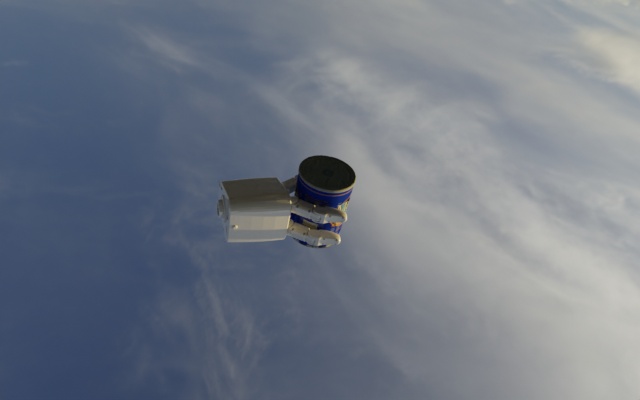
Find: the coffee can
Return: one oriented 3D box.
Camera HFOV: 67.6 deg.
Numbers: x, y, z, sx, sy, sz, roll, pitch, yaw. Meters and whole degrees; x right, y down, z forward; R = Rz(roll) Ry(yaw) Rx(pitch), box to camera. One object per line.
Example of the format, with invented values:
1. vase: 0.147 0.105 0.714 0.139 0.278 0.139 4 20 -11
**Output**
1. coffee can: 0.000 0.003 0.879 0.103 0.140 0.102 8 39 -7
